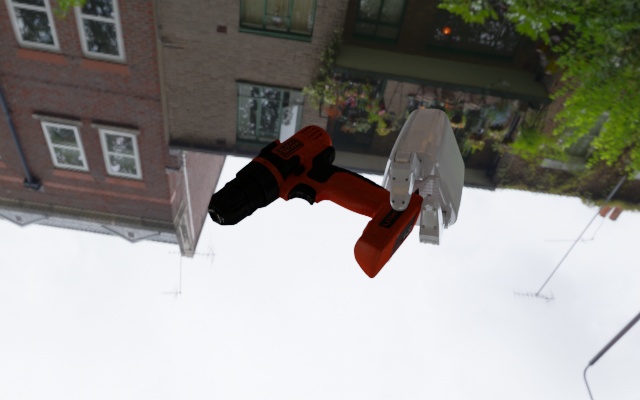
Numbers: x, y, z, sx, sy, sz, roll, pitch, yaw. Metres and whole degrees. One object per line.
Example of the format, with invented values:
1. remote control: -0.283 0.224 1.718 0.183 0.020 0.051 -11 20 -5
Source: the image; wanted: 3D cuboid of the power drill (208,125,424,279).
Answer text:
1. power drill: 0.001 0.002 0.515 0.187 0.057 0.184 32 51 20
